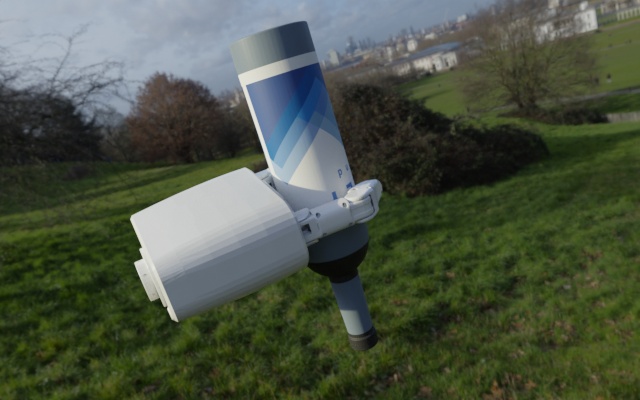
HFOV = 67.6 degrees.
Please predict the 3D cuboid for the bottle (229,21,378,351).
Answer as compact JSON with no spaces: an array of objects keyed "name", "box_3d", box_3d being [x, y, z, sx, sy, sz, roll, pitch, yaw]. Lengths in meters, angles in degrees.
[{"name":"bottle","box_3d":[0.000,0.001,0.422,0.069,0.296,0.069,-16,15,4]}]
